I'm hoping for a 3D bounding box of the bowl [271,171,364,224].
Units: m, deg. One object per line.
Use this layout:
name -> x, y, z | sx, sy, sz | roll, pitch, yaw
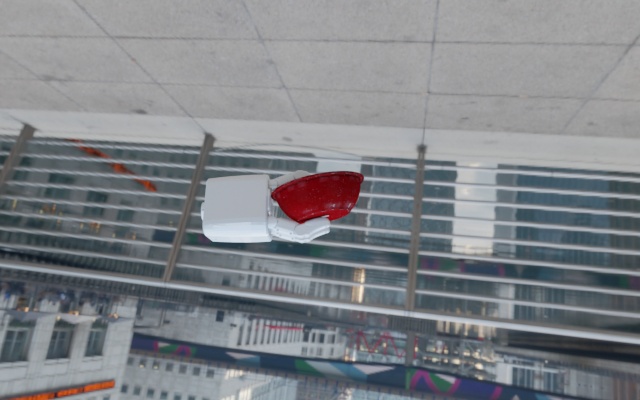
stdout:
bowl -> 0.001, 0.003, 0.803 | 0.162, 0.055, 0.162 | -11, -14, -3
